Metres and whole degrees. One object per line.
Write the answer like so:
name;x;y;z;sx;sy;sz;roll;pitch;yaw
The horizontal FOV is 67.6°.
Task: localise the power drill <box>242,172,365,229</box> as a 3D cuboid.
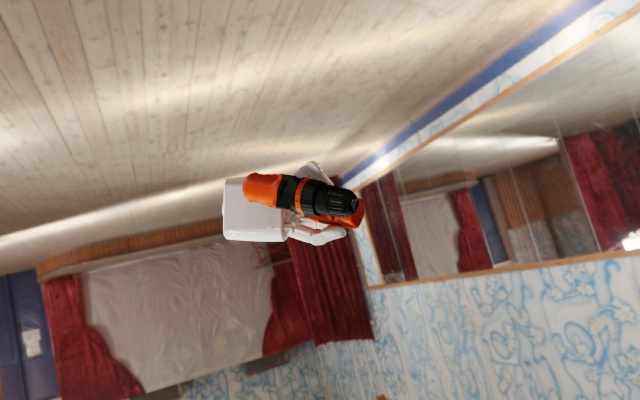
power drill;0.000;0.002;0.735;0.184;0.057;0.188;12;-5;28
